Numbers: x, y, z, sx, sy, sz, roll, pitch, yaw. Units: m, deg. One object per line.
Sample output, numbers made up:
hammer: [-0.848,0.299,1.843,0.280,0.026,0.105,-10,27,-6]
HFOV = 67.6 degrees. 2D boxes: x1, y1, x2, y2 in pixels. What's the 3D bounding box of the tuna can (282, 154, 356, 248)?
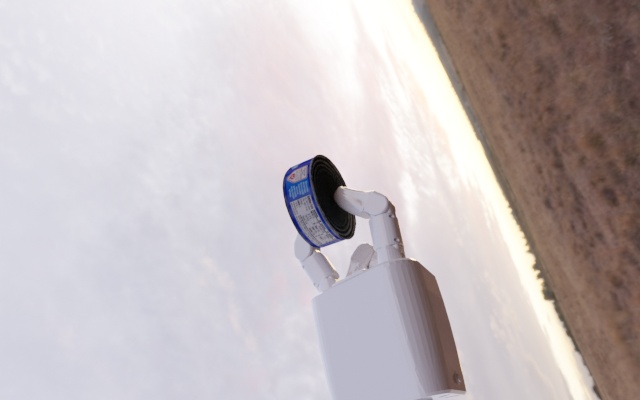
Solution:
tuna can: [0.000,0.002,0.459,0.034,0.086,0.086,-21,-9,23]
